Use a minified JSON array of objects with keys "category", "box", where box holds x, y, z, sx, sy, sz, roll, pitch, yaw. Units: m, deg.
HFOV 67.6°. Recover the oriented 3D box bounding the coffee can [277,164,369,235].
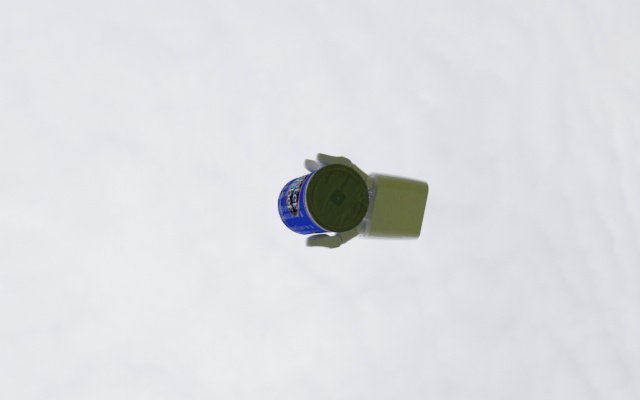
[{"category":"coffee can","box":[0.000,0.003,0.764,0.103,0.103,0.140,0,-5,-23]}]
